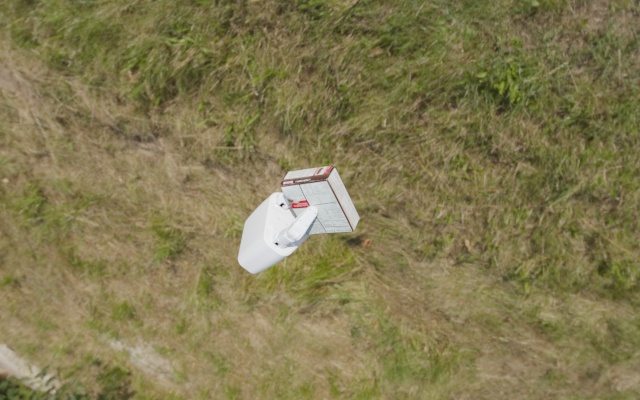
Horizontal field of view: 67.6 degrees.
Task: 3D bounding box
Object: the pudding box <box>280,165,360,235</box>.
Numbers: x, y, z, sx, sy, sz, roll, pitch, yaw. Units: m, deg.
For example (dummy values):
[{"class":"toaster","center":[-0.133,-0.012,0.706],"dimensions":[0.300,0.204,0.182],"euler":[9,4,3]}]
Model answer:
[{"class":"pudding box","center":[0.000,0.003,0.754],"dimensions":[0.090,0.114,0.039],"euler":[-7,40,30]}]
